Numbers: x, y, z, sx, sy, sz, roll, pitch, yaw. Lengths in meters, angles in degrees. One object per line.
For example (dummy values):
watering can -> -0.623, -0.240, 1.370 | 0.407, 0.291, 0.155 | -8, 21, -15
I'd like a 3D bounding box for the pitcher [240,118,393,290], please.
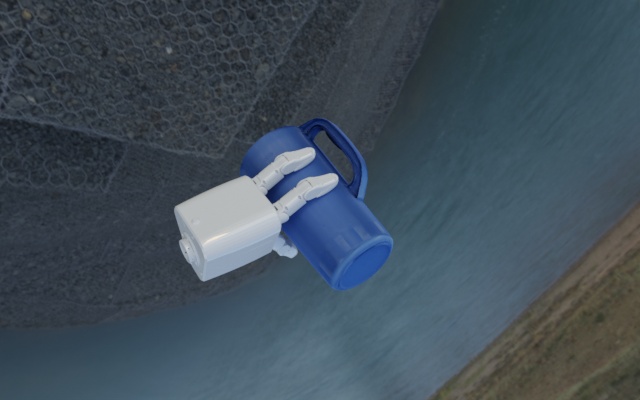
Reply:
pitcher -> 0.000, 0.002, 0.703 | 0.145, 0.242, 0.149 | -25, -33, -25
